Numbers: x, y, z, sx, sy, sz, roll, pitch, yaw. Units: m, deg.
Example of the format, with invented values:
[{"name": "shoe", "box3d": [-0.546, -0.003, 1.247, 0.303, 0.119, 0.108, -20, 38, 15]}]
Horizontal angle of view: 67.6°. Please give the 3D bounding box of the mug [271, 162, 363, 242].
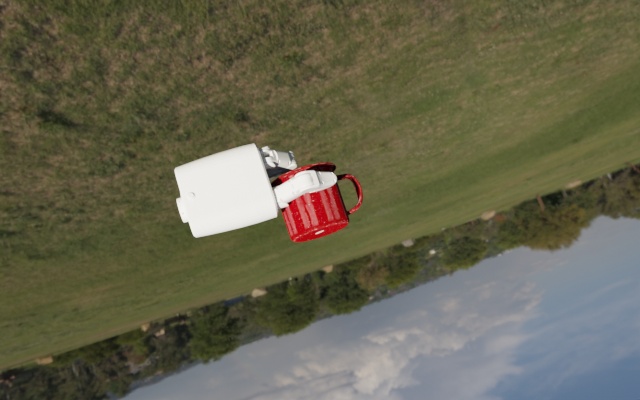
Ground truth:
[{"name": "mug", "box3d": [0.002, 0.002, 0.636, 0.117, 0.081, 0.093, -16, -12, -10]}]
